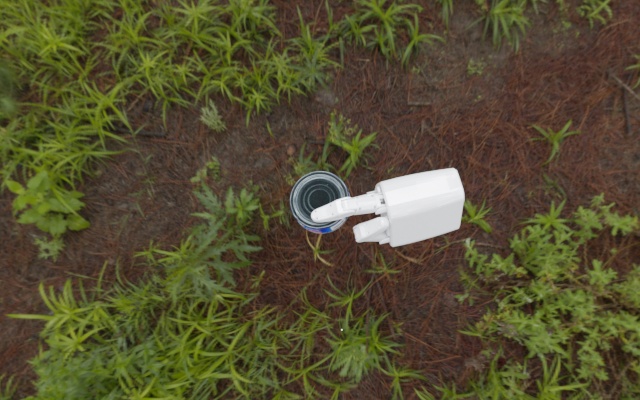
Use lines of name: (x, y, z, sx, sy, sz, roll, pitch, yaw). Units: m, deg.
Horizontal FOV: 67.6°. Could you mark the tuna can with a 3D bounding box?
tuna can: (0.000, 0.002, 0.679, 0.086, 0.086, 0.034, 0, -14, 8)
